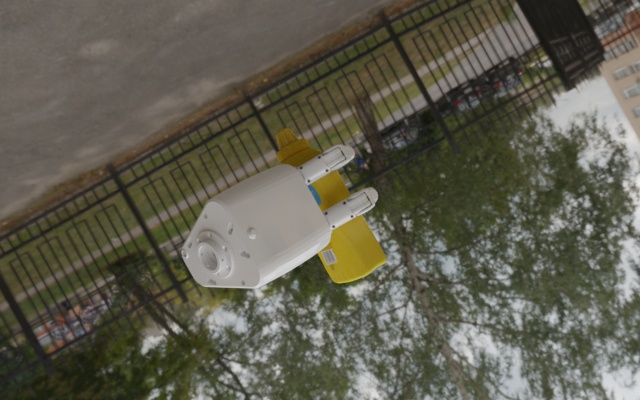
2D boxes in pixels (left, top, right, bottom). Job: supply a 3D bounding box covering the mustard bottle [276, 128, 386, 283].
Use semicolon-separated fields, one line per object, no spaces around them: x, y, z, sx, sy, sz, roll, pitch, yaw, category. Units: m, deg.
0.000;0.002;0.565;0.058;0.191;0.096;-29;0;-24;mustard bottle
